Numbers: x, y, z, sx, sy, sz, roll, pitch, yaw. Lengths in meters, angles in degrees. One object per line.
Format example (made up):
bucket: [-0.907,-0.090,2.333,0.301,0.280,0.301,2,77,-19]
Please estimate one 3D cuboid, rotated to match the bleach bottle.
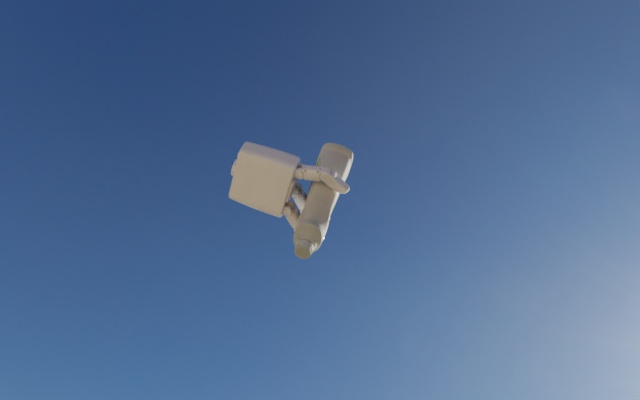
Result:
bleach bottle: [0.000,0.003,0.882,0.068,0.103,0.250,18,42,1]
